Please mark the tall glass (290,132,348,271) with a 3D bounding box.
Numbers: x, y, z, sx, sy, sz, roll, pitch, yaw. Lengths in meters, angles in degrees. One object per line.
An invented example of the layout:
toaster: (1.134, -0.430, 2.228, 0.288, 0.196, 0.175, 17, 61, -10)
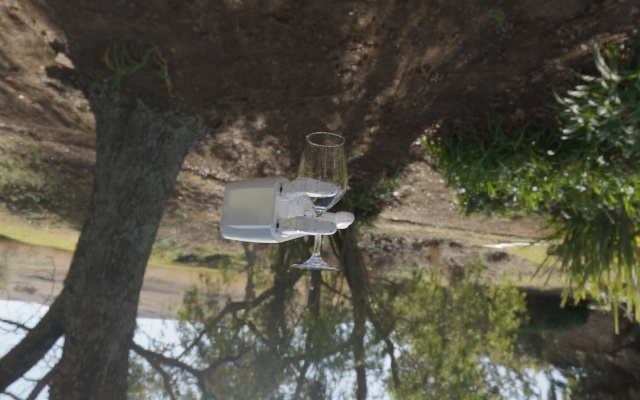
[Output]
tall glass: (0.000, 0.003, 0.720, 0.079, 0.201, 0.079, 5, -11, 1)
